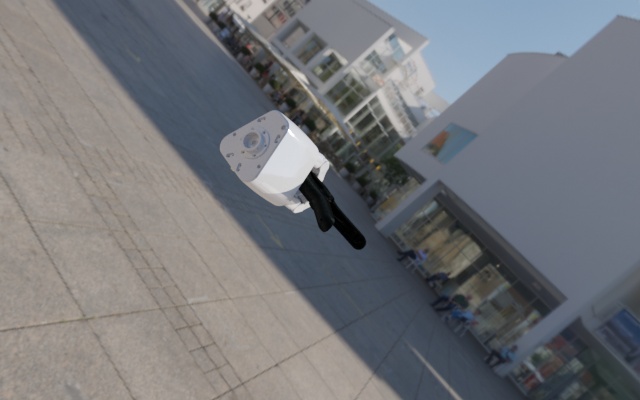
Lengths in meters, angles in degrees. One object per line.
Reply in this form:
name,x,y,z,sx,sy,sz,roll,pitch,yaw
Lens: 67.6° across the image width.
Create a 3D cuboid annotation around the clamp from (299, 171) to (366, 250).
clamp,0.001,0.002,0.750,0.039,0.171,0.120,-42,-27,5
